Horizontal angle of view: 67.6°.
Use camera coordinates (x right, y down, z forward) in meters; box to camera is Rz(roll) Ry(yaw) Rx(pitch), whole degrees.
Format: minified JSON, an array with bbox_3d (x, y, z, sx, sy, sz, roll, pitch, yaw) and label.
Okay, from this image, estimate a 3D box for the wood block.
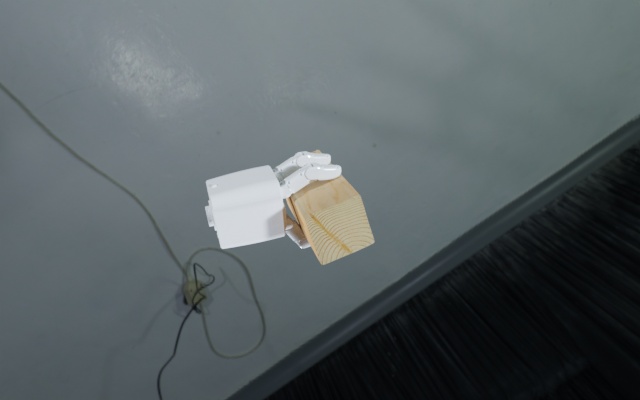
[{"bbox_3d":[0.000,0.003,0.783,0.090,0.091,0.206,-23,30,-7],"label":"wood block"}]
